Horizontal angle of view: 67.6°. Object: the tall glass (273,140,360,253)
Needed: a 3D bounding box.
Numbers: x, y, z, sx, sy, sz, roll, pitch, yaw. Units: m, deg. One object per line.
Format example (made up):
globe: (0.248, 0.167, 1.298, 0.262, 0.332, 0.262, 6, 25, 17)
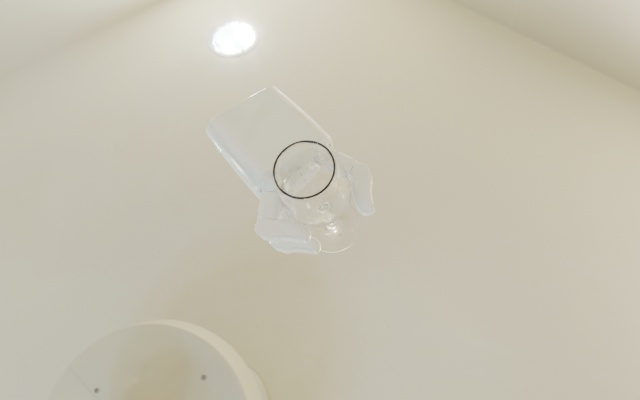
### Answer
tall glass: (0.000, 0.002, 0.552, 0.079, 0.079, 0.201, 0, -19, 10)
